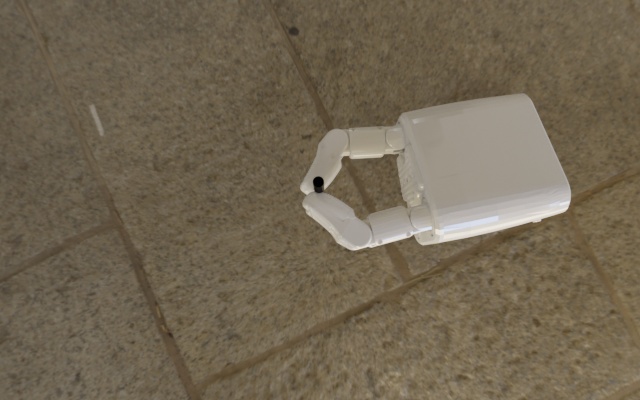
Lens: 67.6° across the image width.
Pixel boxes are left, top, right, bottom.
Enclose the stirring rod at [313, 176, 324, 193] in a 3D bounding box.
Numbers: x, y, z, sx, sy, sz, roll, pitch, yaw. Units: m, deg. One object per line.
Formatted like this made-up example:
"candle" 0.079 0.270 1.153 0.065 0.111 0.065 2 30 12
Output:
"stirring rod" 0.000 0.001 0.454 0.011 0.011 0.239 0 -7 1
